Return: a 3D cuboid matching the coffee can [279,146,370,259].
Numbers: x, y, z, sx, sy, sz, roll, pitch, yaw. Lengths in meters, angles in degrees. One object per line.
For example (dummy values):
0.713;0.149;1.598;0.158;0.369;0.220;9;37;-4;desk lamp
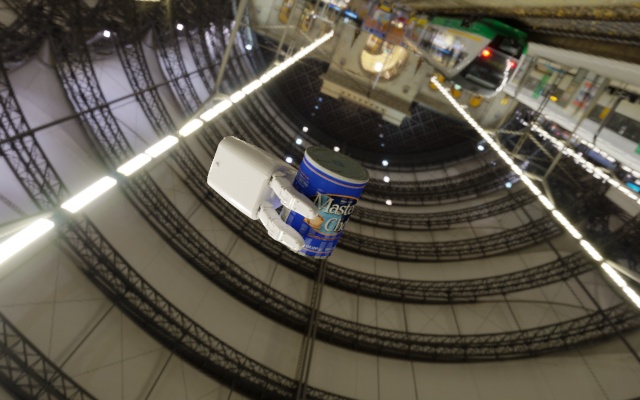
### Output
0.000;0.002;0.730;0.103;0.140;0.102;21;23;-9;coffee can
